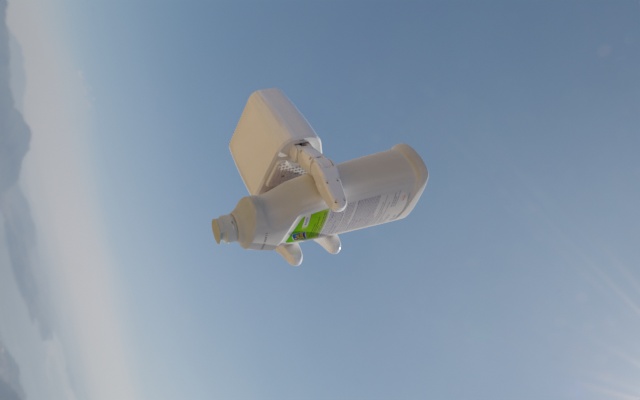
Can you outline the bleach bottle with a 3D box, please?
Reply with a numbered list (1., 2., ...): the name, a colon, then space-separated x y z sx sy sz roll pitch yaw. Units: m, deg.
1. bleach bottle: 0.000 0.002 0.555 0.251 0.068 0.103 -13 -37 -27
